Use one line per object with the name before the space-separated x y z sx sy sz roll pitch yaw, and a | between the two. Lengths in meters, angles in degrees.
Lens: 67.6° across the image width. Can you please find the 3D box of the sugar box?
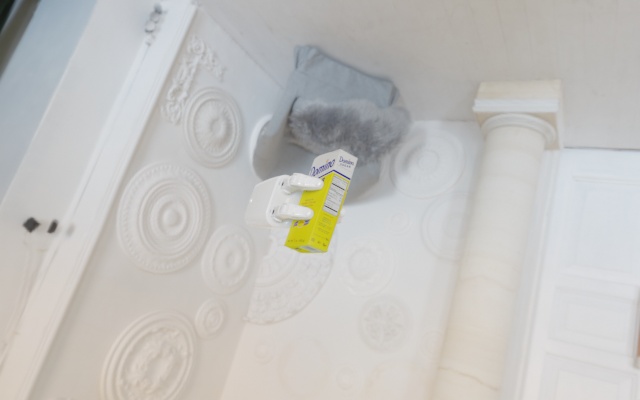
sugar box | 0.000 0.003 0.827 0.048 0.176 0.093 24 -17 -27
